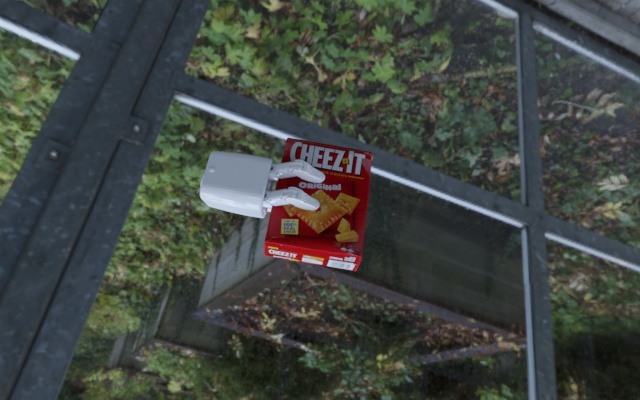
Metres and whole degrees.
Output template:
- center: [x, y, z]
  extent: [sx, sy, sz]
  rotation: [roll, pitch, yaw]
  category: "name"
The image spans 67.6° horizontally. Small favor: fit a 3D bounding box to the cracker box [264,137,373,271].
- center: [0.000, 0.003, 0.842]
  extent: [0.164, 0.213, 0.072]
  rotation: [10, -28, -2]
  category: "cracker box"
